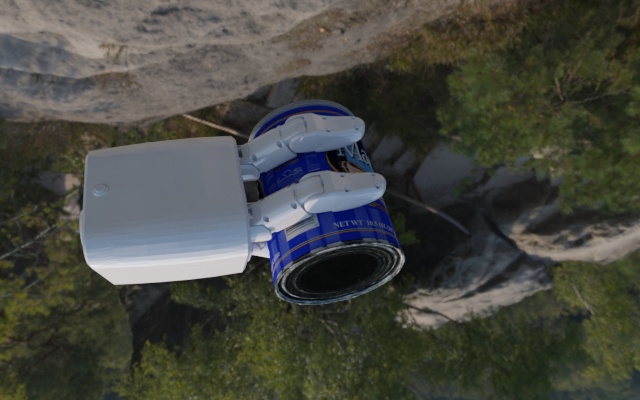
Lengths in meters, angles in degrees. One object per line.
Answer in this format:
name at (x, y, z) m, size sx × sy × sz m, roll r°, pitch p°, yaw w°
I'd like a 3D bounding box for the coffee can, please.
coffee can at (0.000, 0.001, 0.401) m, size 0.103 × 0.140 × 0.103 m, roll -11°, pitch -32°, yaw -7°
